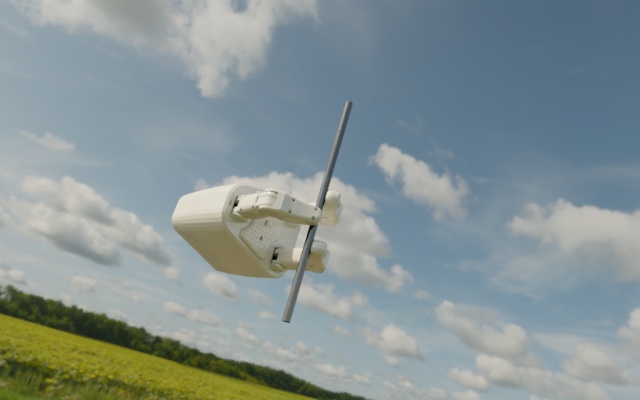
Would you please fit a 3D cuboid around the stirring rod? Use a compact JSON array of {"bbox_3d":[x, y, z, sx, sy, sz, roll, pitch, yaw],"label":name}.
[{"bbox_3d":[0.000,0.002,0.472,0.011,0.239,0.011,14,-22,6],"label":"stirring rod"}]
